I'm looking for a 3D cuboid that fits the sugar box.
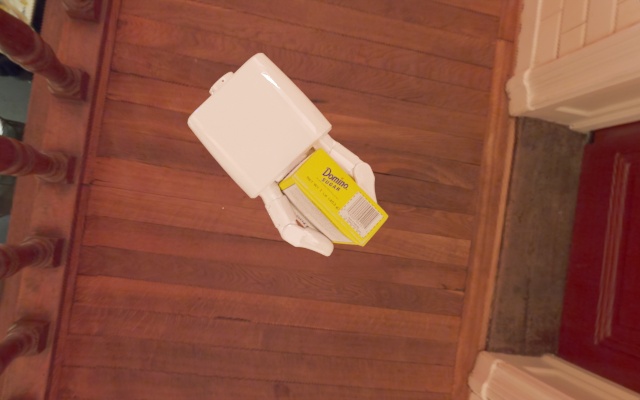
[{"bbox_3d":[0.000,0.001,0.514,0.048,0.093,0.176,-45,7,-9],"label":"sugar box"}]
